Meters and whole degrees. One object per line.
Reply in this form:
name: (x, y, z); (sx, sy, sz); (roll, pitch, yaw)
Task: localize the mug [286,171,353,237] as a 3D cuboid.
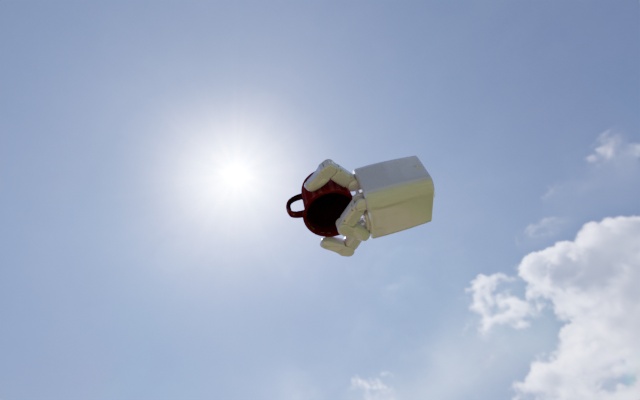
mug: (-0.001, 0.003, 0.795); (0.117, 0.093, 0.081); (-12, 36, -2)
